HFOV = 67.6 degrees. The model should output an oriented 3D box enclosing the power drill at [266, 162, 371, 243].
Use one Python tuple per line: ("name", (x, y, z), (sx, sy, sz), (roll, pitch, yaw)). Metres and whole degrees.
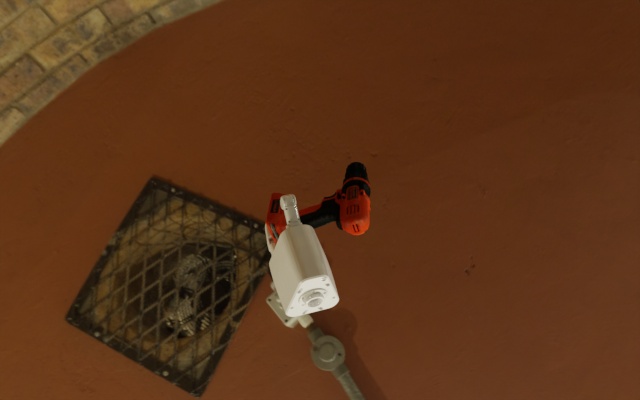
("power drill", (0.000, 0.003, 0.875), (0.187, 0.057, 0.184), (-14, 34, 14))
